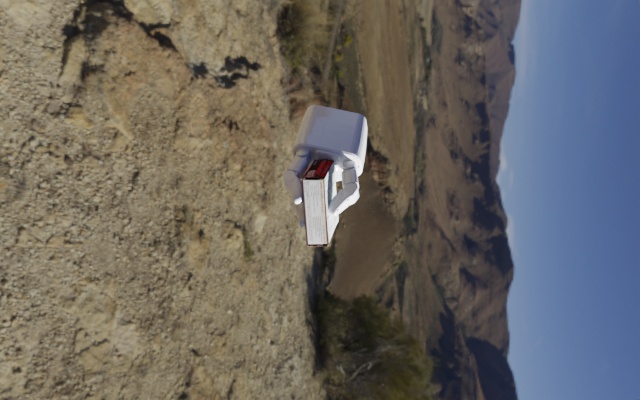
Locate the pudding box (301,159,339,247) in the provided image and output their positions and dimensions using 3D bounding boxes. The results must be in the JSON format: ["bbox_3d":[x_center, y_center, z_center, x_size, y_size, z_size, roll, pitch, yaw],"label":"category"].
[{"bbox_3d":[0.000,0.002,0.740,0.039,0.113,0.090,0,22,13],"label":"pudding box"}]
